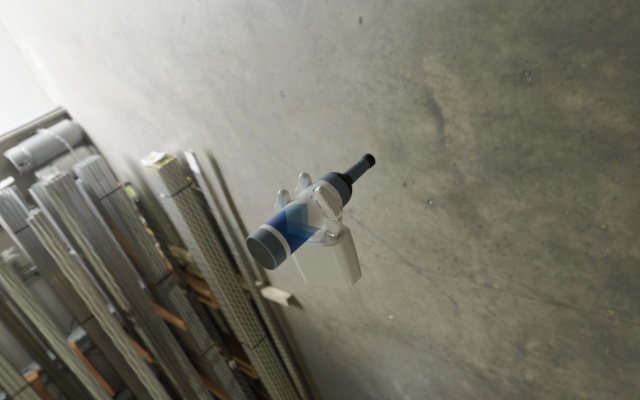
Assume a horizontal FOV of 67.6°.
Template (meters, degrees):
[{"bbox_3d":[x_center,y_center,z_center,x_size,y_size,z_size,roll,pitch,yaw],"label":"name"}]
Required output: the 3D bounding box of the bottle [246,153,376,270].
[{"bbox_3d":[0.000,0.003,0.824,0.069,0.069,0.295,0,33,50],"label":"bottle"}]
